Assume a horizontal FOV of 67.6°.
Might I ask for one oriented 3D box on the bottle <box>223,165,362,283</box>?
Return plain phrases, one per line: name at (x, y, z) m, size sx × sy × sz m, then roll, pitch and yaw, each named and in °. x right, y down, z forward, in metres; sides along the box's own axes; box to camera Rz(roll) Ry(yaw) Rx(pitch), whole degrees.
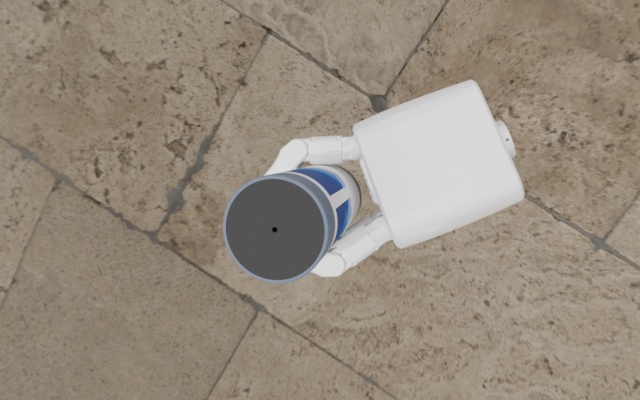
bottle at (0.000, 0.001, 0.430) m, size 0.069 × 0.069 × 0.295 m, roll 0°, pitch 6°, yaw 11°
